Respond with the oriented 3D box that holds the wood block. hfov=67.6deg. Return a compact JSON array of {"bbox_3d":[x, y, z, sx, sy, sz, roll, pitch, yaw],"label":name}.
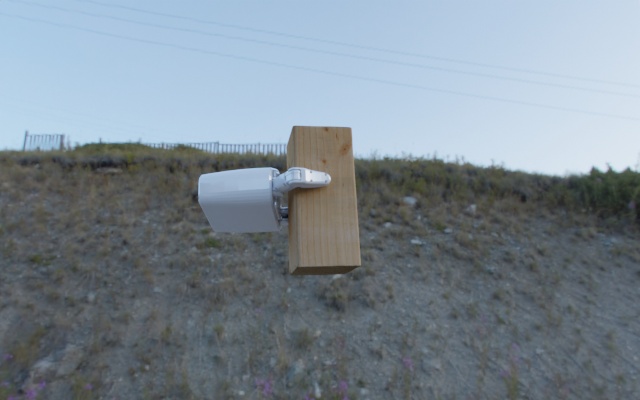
[{"bbox_3d":[0.000,0.002,0.709,0.090,0.206,0.091,0,-15,-11],"label":"wood block"}]
